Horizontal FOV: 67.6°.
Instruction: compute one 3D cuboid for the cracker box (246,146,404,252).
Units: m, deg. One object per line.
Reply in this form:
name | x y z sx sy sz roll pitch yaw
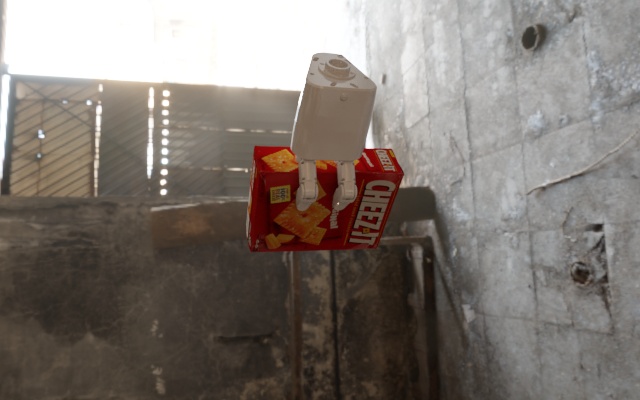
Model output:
cracker box | 0.000 0.002 0.729 0.214 0.164 0.072 0 42 -15
